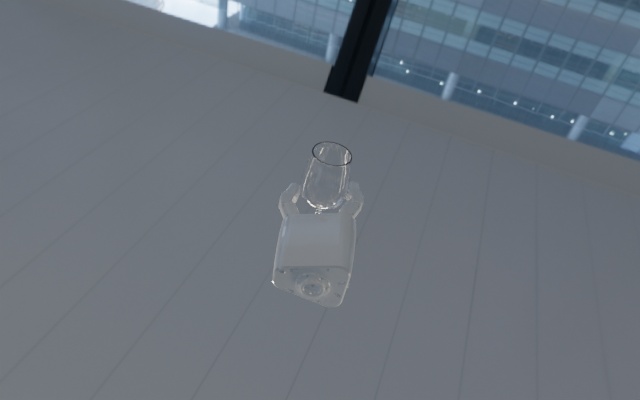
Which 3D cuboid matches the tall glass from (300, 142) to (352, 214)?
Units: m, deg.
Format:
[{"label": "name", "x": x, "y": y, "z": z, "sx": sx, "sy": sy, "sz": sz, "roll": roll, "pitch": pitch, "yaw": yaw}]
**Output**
[{"label": "tall glass", "x": 0.000, "y": 0.003, "z": 0.784, "sx": 0.079, "sy": 0.201, "sz": 0.079, "roll": 8, "pitch": 41, "yaw": -7}]
